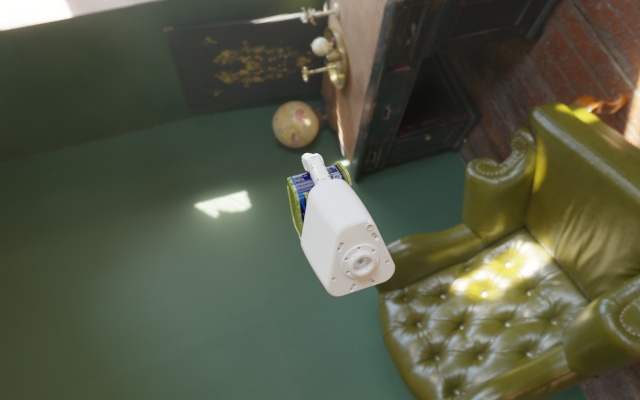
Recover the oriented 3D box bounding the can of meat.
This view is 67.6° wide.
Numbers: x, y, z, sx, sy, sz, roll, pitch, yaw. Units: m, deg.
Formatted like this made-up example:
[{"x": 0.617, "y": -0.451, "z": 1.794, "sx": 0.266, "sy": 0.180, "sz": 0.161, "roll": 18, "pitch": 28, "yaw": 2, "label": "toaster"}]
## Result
[{"x": 0.000, "y": 0.002, "z": 0.708, "sx": 0.084, "sy": 0.102, "sz": 0.057, "roll": -16, "pitch": 37, "yaw": -12, "label": "can of meat"}]
